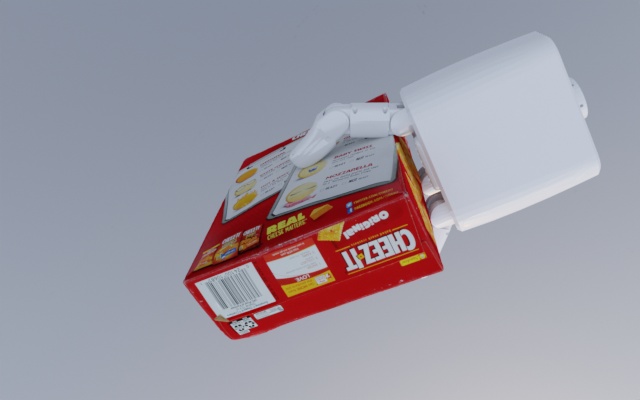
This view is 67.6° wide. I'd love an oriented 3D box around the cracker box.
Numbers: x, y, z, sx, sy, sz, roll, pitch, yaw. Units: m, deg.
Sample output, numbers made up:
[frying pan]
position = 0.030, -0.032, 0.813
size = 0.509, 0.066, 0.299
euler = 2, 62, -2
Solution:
[cracker box]
position = 0.000, 0.001, 0.401
size = 0.164, 0.072, 0.213
euler = -23, 24, 15
